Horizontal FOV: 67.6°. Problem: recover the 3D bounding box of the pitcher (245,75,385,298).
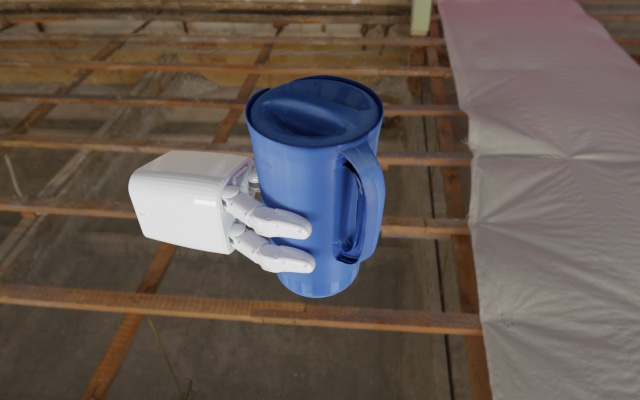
[{"bbox_3d":[0.000,0.002,0.526,0.145,0.243,0.149,8,42,10],"label":"pitcher"}]
